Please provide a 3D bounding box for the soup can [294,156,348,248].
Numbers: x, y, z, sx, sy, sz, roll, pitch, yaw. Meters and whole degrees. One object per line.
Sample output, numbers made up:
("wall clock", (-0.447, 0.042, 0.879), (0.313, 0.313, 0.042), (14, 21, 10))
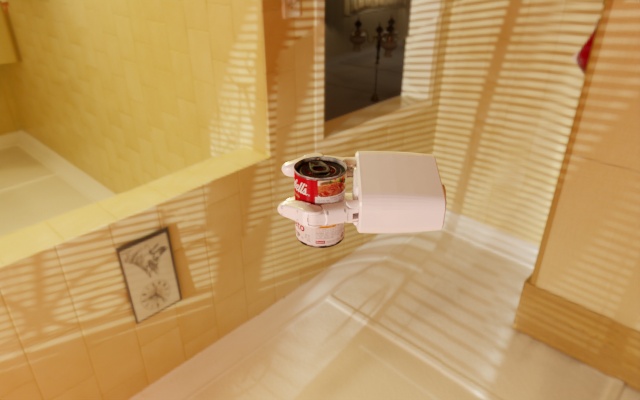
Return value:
("soup can", (0.000, 0.002, 0.623), (0.068, 0.102, 0.068), (0, 28, 0))
